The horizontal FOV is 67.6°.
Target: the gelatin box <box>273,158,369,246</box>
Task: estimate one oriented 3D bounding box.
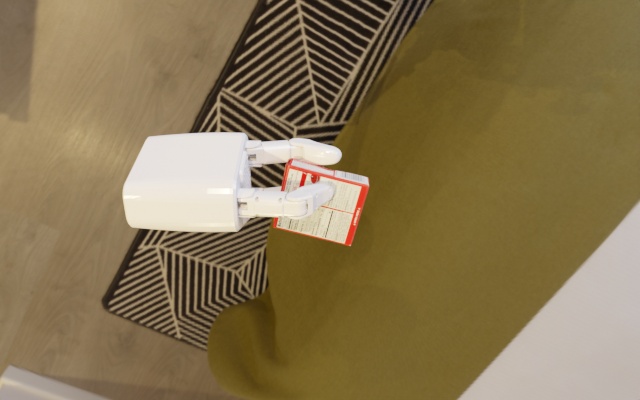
[{"bbox_3d":[0.000,0.002,0.510,0.089,0.073,0.030,14,22,-2],"label":"gelatin box"}]
